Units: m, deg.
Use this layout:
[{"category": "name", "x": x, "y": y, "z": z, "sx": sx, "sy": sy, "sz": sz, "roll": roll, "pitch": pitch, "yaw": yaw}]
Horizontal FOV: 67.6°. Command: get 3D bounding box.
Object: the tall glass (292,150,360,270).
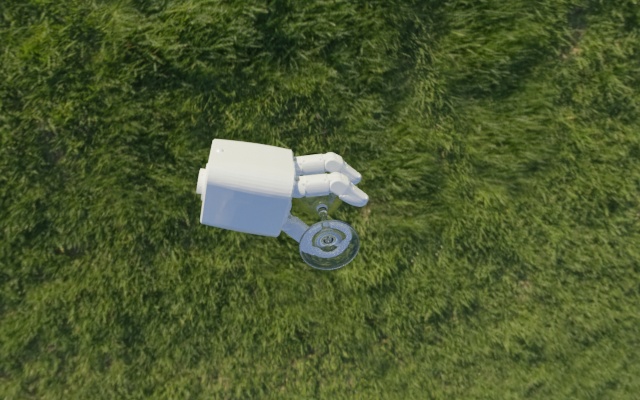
[{"category": "tall glass", "x": 0.000, "y": 0.003, "z": 0.657, "sx": 0.079, "sy": 0.079, "sz": 0.201, "roll": 0, "pitch": 32, "yaw": -7}]
